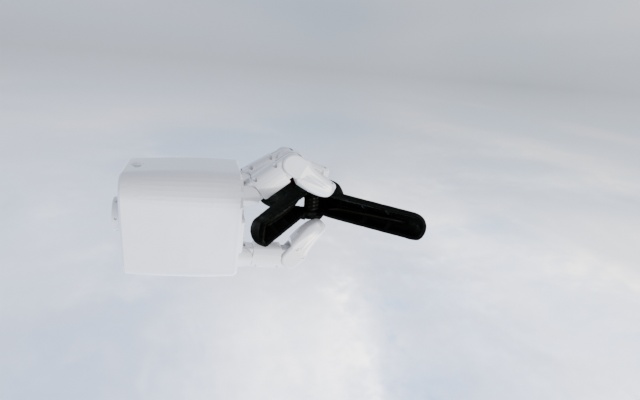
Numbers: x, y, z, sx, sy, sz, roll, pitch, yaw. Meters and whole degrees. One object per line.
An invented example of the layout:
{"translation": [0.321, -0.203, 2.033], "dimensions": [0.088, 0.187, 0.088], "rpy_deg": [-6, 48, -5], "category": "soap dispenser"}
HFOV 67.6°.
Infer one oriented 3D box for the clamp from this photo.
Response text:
{"translation": [0.000, 0.002, 0.498], "dimensions": [0.164, 0.036, 0.210], "rpy_deg": [3, 15, -15], "category": "clamp"}
